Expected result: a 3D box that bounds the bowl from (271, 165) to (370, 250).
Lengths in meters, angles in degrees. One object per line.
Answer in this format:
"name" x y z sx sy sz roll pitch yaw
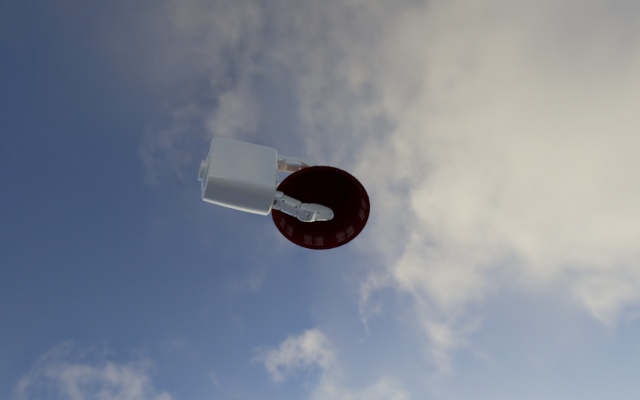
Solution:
"bowl" 0.001 0.003 0.796 0.162 0.162 0.055 0 31 0
